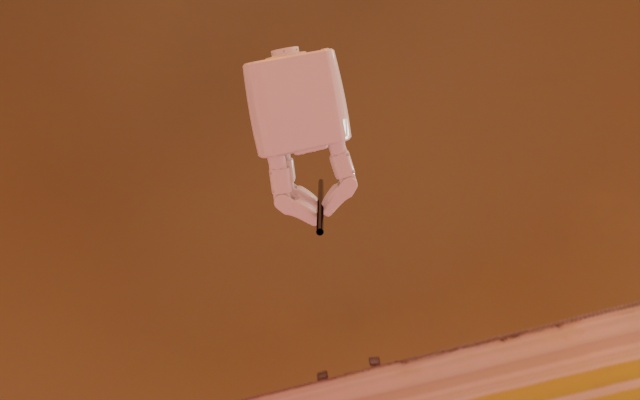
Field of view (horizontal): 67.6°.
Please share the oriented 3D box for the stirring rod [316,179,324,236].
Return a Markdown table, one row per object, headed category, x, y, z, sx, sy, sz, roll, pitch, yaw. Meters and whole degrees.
| category | x | y | z | sx | sy | sz | roll | pitch | yaw |
| --- | --- | --- | --- | --- | --- | --- | --- | --- | --- |
| stirring rod | 0.000 | 0.002 | 0.615 | 0.011 | 0.011 | 0.239 | 0 | 15 | 0 |
